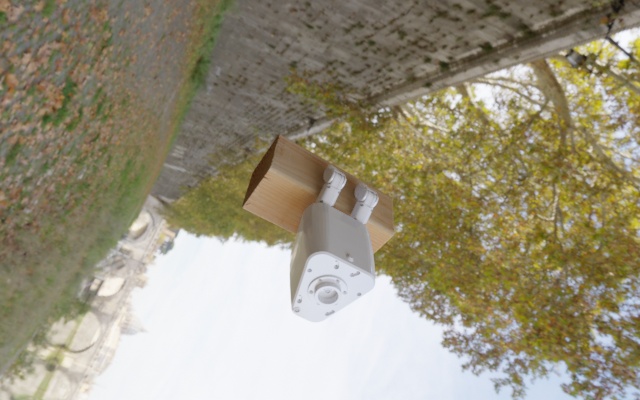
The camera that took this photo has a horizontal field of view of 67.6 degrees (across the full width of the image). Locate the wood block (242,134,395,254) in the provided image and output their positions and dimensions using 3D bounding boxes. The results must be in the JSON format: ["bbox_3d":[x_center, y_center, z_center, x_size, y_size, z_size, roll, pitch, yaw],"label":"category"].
[{"bbox_3d":[0.000,0.003,0.717,0.206,0.090,0.091,28,-53,-17],"label":"wood block"}]
